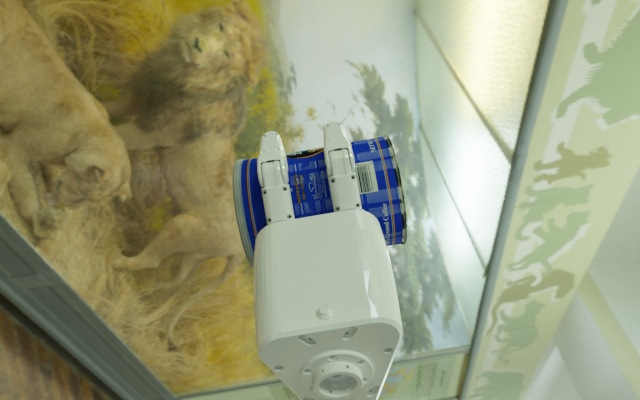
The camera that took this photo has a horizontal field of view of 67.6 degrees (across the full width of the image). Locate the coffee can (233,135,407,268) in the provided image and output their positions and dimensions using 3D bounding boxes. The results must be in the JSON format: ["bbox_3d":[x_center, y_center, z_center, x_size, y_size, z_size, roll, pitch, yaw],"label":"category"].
[{"bbox_3d":[0.000,0.001,0.444,0.140,0.103,0.103,-10,0,2],"label":"coffee can"}]
